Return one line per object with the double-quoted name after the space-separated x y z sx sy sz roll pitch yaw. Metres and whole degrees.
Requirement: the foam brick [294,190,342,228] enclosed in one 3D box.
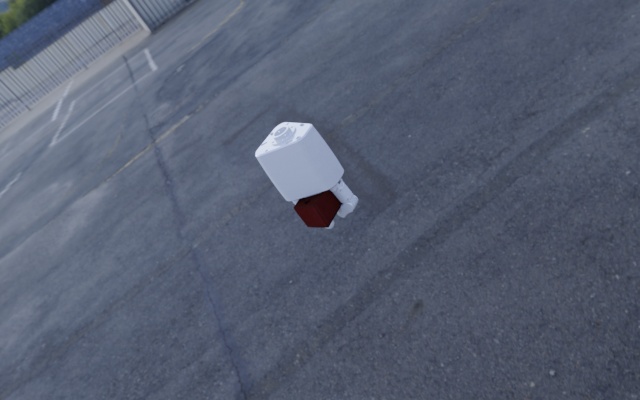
0.000 0.003 0.840 0.053 0.078 0.051 -4 -48 42 "foam brick"
